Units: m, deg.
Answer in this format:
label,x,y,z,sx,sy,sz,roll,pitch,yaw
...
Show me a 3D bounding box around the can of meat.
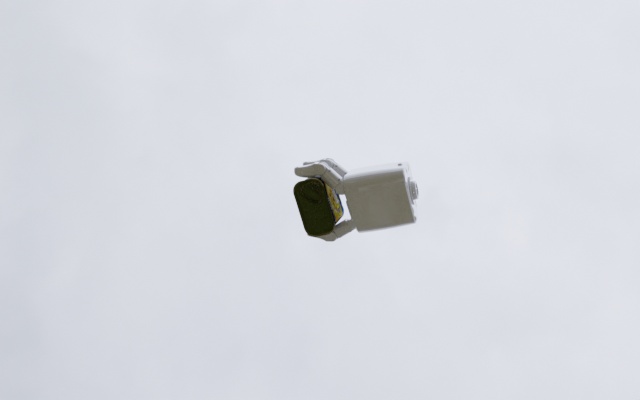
label,x,y,z,sx,sy,sz,roll,pitch,yaw
can of meat,0.000,0.003,0.856,0.057,0.102,0.084,-13,10,20
